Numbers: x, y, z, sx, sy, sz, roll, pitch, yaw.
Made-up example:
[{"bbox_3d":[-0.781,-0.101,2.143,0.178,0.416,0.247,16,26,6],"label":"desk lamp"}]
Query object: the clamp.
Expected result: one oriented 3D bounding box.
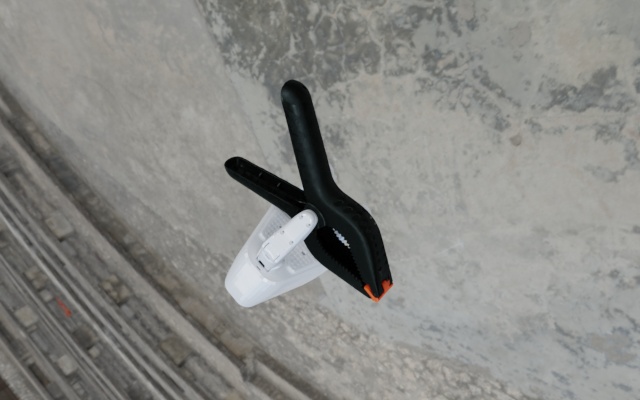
[{"bbox_3d":[0.000,0.002,0.443,0.036,0.210,0.165,-38,-6,-35],"label":"clamp"}]
